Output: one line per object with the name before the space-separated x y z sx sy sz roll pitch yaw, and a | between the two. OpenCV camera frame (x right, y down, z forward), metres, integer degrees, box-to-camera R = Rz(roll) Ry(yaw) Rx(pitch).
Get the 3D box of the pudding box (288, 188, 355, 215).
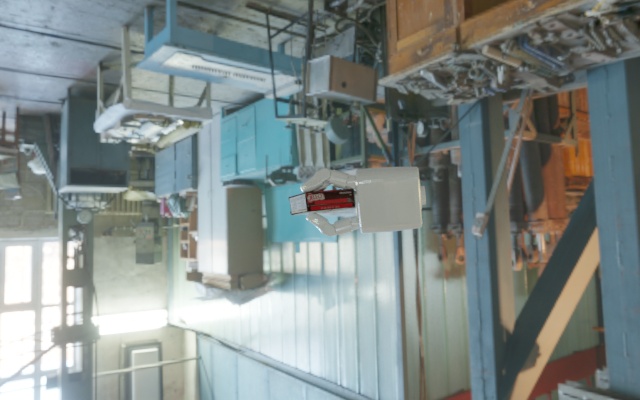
pudding box | 0.000 0.003 0.859 0.090 0.039 0.113 -4 -5 -19
